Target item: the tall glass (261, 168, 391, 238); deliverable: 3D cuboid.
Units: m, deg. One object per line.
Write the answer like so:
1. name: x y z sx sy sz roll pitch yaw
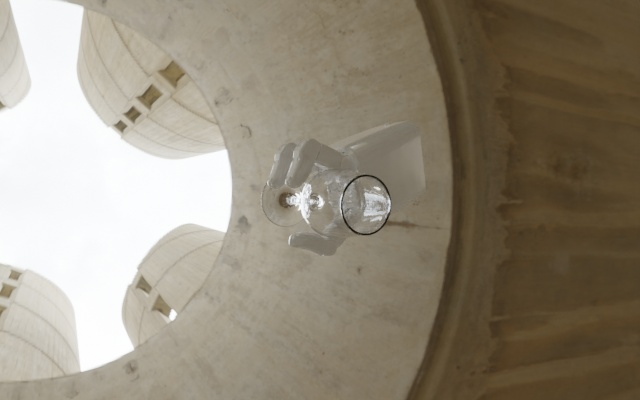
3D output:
1. tall glass: 0.000 0.002 0.570 0.079 0.079 0.201 0 2 -28
